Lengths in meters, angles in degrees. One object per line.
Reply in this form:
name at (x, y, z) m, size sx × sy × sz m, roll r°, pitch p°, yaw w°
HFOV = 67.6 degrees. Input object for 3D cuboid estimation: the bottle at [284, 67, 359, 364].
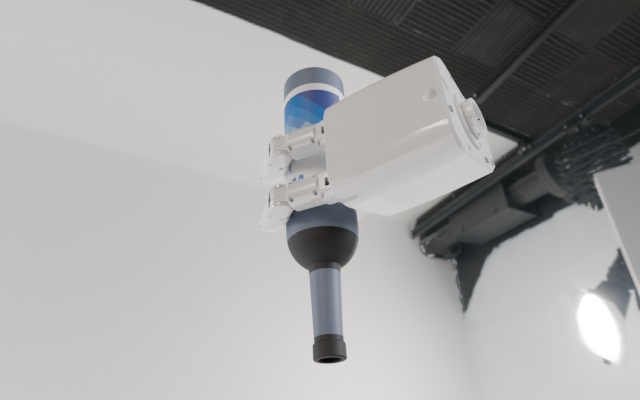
bottle at (0.000, 0.001, 0.455) m, size 0.069 × 0.295 × 0.069 m, roll -3°, pitch -31°, yaw -2°
